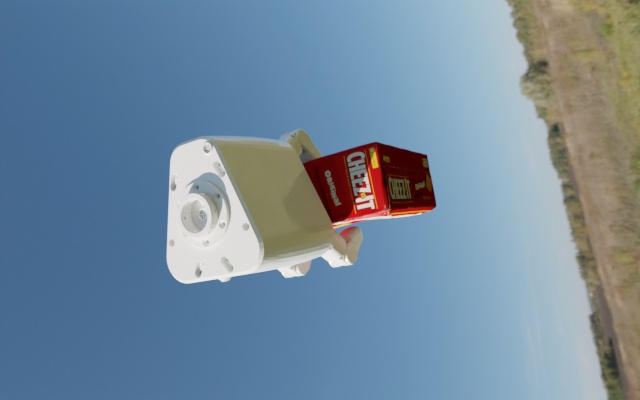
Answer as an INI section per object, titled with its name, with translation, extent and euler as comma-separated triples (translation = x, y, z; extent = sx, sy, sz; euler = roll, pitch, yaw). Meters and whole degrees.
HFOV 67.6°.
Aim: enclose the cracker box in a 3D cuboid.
[cracker box]
translation = 0.000, 0.002, 0.524
extent = 0.214, 0.072, 0.164
euler = -13, -5, 28
